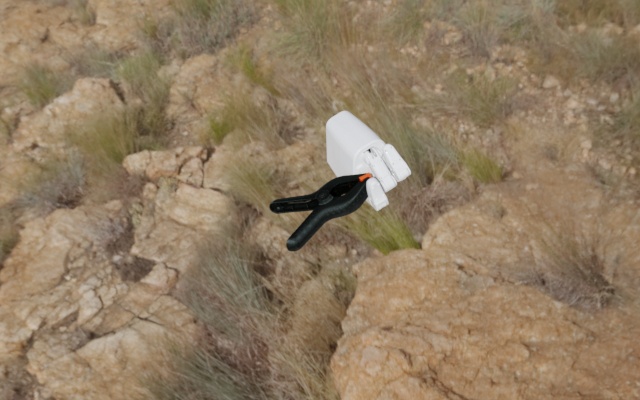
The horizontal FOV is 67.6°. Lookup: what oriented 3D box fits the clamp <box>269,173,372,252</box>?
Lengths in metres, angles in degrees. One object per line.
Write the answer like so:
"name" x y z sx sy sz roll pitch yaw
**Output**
"clamp" 0.000 0.002 0.749 0.171 0.039 0.120 -30 44 -12
